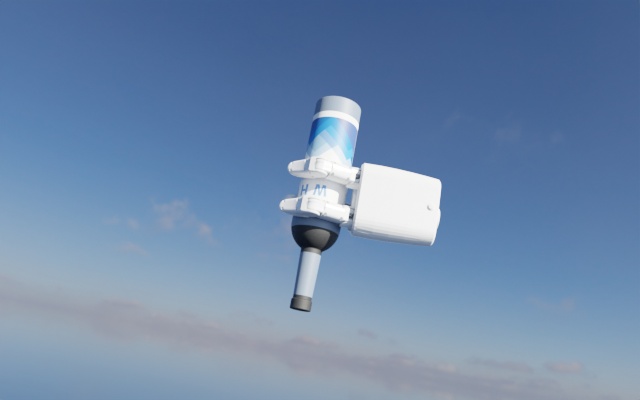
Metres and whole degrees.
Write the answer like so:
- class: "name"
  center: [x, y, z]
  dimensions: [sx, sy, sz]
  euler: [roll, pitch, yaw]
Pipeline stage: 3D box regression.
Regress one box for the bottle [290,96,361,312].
- class: "bottle"
  center: [0.000, 0.002, 0.653]
  dimensions: [0.069, 0.295, 0.069]
  euler: [10, -18, 3]
